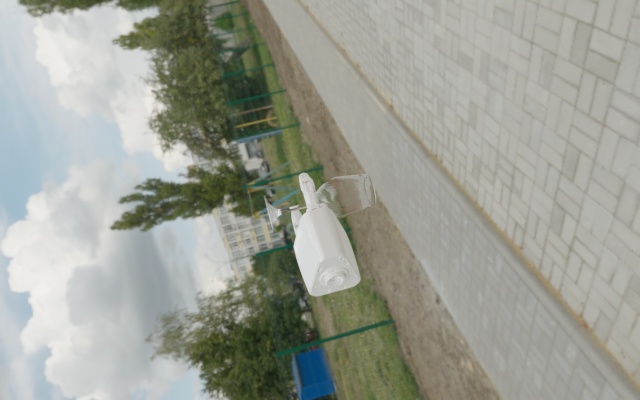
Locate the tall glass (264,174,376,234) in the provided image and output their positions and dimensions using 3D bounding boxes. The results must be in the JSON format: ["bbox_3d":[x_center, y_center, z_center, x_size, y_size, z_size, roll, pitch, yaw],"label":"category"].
[{"bbox_3d":[-0.001,0.003,0.897,0.201,0.079,0.079,-14,2,-6],"label":"tall glass"}]
